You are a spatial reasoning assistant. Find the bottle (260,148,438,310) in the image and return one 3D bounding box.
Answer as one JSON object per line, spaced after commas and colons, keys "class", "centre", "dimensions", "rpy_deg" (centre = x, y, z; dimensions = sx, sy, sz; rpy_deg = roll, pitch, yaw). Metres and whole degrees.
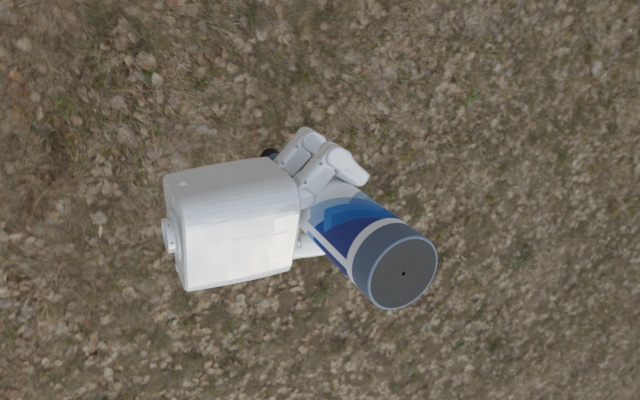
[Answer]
{"class": "bottle", "centre": [0.000, 0.002, 0.491], "dimensions": [0.069, 0.069, 0.295], "rpy_deg": [0, 22, -29]}
